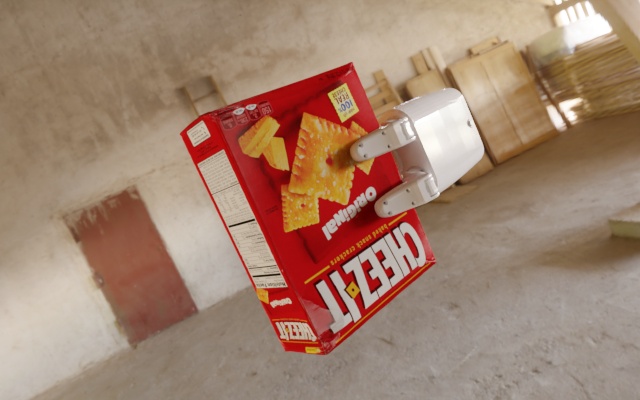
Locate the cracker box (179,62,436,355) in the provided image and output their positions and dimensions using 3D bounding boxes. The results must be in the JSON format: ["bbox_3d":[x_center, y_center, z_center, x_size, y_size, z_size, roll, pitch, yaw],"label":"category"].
[{"bbox_3d":[0.000,0.001,0.432,0.164,0.214,0.072,-29,8,-36],"label":"cracker box"}]
